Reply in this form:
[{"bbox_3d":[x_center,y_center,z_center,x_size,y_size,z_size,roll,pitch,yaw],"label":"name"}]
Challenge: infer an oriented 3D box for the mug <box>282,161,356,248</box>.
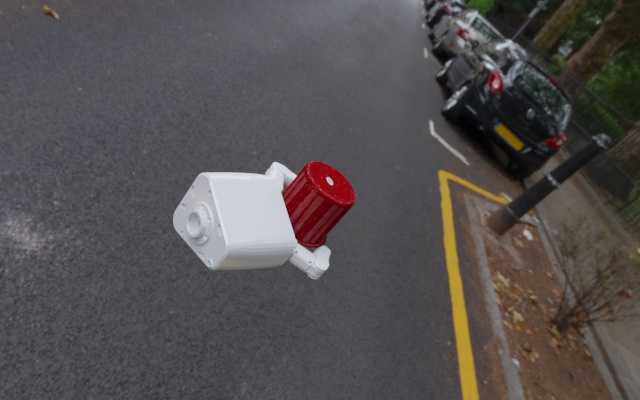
[{"bbox_3d":[0.001,0.002,0.646,0.117,0.093,0.081,-3,-40,-51],"label":"mug"}]
